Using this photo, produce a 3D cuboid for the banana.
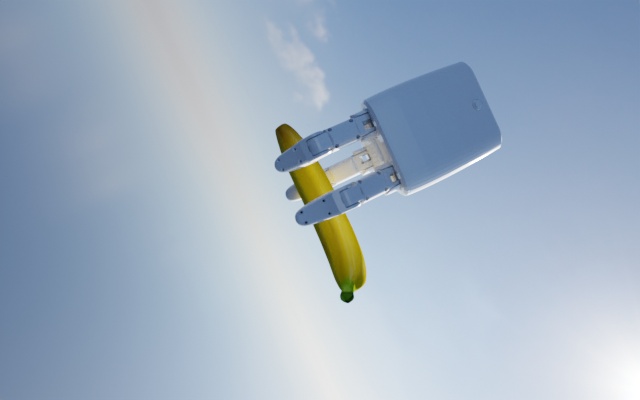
[{"bbox_3d":[0.005,0.011,0.479,0.037,0.197,0.070,-25,-24,1],"label":"banana"}]
